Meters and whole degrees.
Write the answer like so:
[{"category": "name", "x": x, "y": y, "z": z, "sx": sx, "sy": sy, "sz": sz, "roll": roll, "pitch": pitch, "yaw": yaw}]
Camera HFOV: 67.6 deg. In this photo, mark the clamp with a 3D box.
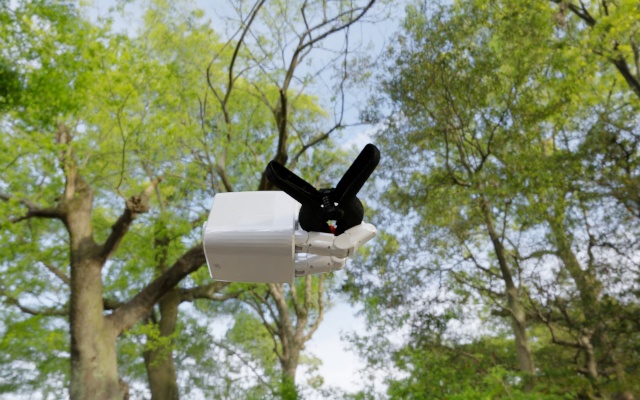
[{"category": "clamp", "x": 0.000, "y": 0.001, "z": 0.550, "sx": 0.120, "sy": 0.039, "sz": 0.172, "roll": 0, "pitch": -40, "yaw": -3}]
